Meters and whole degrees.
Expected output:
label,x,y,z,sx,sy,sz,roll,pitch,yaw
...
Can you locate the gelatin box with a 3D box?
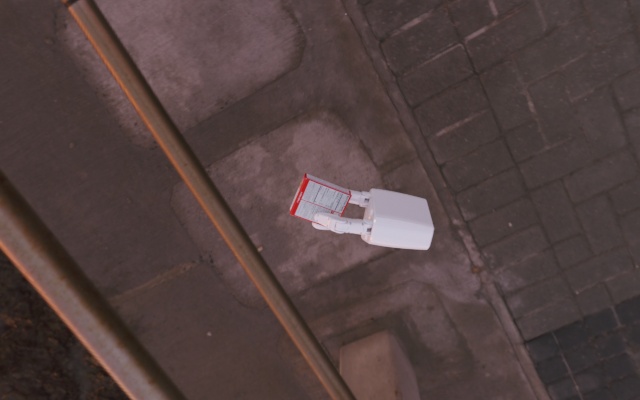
label,x,y,z,sx,sy,sz,roll,pitch,yaw
gelatin box,0.000,0.003,0.834,0.089,0.073,0.030,20,20,-12
